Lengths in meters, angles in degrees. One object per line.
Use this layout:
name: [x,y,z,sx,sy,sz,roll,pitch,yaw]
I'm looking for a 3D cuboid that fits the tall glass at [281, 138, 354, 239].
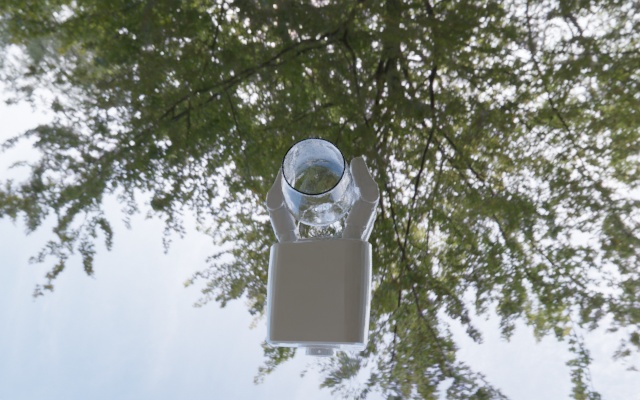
tall glass: [0.000,0.002,0.550,0.079,0.079,0.201,0,-21,4]
